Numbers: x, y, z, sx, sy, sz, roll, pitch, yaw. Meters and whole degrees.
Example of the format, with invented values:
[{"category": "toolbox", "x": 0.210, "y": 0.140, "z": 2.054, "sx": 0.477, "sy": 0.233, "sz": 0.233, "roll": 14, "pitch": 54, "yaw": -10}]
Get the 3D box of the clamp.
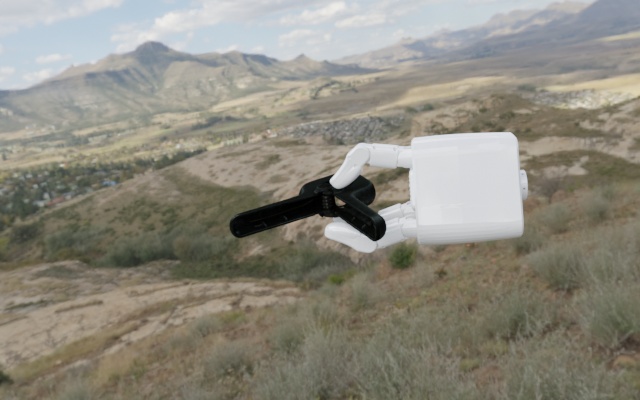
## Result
[{"category": "clamp", "x": 0.000, "y": 0.001, "z": 0.557, "sx": 0.164, "sy": 0.036, "sz": 0.210, "roll": -1, "pitch": 17, "yaw": 12}]
